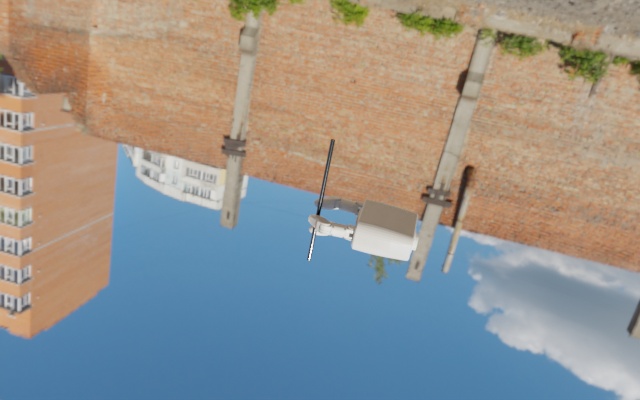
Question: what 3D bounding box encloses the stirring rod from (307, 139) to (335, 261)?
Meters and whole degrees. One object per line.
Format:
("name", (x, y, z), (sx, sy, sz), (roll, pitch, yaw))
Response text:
("stirring rod", (0.000, 0.003, 0.897), (0.011, 0.239, 0.011), (10, 17, -3))
